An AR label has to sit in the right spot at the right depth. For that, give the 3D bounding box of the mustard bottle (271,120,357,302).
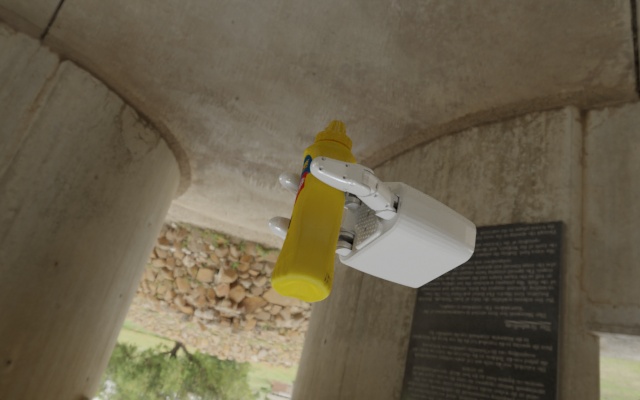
[{"bbox_3d":[0.000,0.002,0.490,0.058,0.191,0.096,14,-23,-2],"label":"mustard bottle"}]
